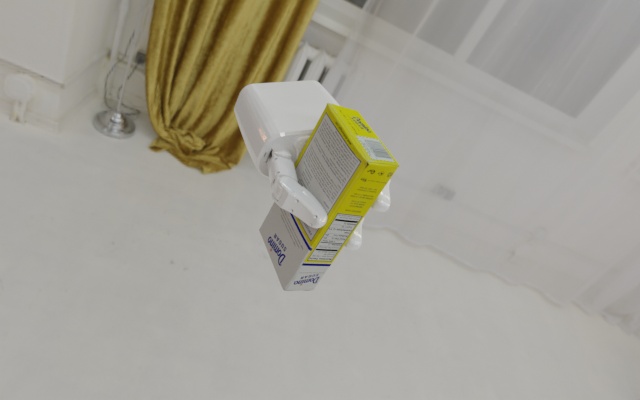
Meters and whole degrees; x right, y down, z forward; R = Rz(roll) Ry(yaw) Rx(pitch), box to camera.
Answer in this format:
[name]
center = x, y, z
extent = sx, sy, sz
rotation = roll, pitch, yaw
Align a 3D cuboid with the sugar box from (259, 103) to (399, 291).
[sugar box]
center = 0.001, 0.001, 0.488
extent = 0.048, 0.176, 0.093
rotation = 5, 40, -34
